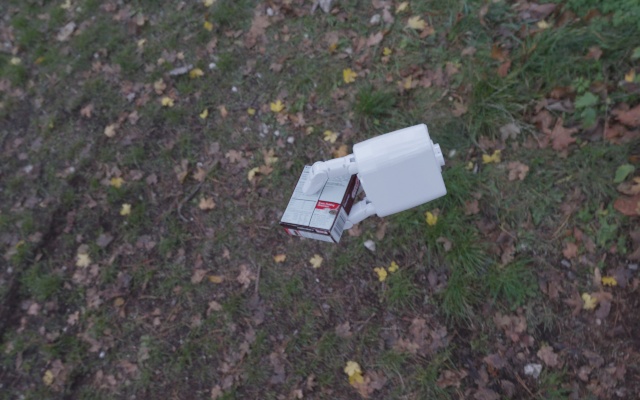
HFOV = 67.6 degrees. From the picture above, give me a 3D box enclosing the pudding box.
[{"bbox_3d":[0.000,0.002,0.727,0.090,0.113,0.039,8,-30,28],"label":"pudding box"}]
